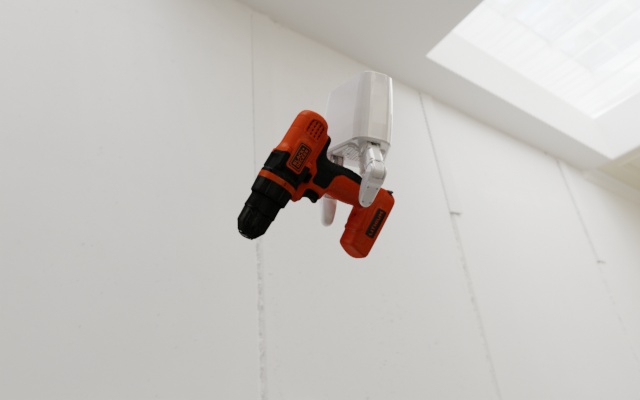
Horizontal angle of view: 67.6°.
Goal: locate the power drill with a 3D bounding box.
[{"bbox_3d":[0.001,0.002,0.635,0.188,0.184,0.057,36,-12,-28],"label":"power drill"}]
